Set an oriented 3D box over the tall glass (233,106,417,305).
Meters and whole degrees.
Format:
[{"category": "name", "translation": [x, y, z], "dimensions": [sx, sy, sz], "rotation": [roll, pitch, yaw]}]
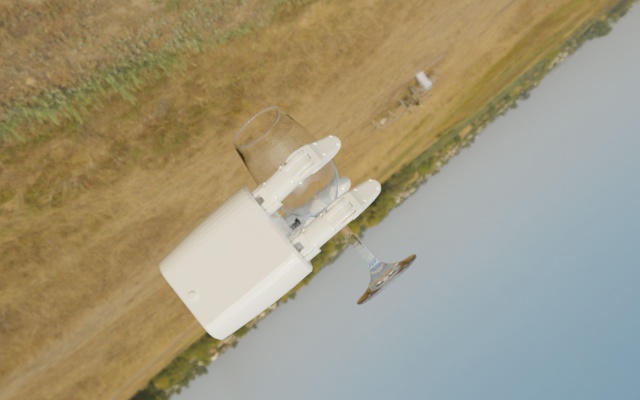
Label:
[{"category": "tall glass", "translation": [0.001, 0.002, 0.470], "dimensions": [0.079, 0.201, 0.079], "rotation": [-40, -6, -5]}]
